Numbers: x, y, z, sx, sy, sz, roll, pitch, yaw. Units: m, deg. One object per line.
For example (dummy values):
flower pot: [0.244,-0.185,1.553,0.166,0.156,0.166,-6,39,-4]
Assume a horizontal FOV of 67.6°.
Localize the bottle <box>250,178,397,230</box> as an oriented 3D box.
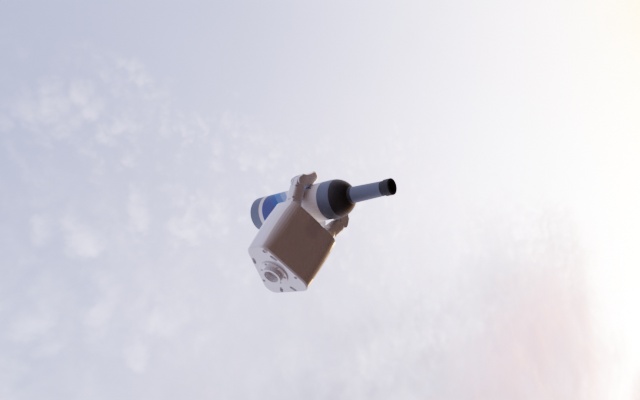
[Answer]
bottle: [0.000,0.003,0.831,0.296,0.069,0.069,-12,-8,39]
